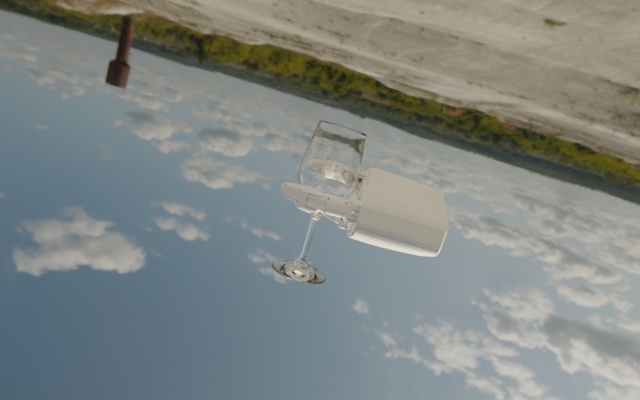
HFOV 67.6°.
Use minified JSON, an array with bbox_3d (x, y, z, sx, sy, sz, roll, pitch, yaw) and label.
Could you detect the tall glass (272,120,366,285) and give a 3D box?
[{"bbox_3d":[0.000,0.003,0.615,0.079,0.201,0.079,16,11,-3],"label":"tall glass"}]
